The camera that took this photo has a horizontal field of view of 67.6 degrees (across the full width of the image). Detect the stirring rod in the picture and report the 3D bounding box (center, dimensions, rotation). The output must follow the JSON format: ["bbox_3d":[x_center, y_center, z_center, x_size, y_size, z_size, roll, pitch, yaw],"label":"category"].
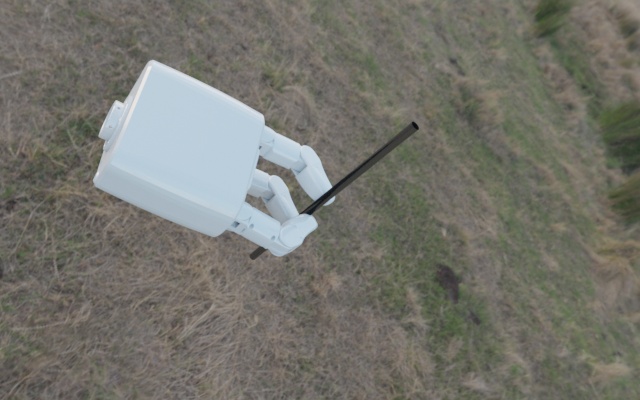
[{"bbox_3d":[0.000,0.001,0.446,0.011,0.011,0.240,0,-30,-45],"label":"stirring rod"}]
